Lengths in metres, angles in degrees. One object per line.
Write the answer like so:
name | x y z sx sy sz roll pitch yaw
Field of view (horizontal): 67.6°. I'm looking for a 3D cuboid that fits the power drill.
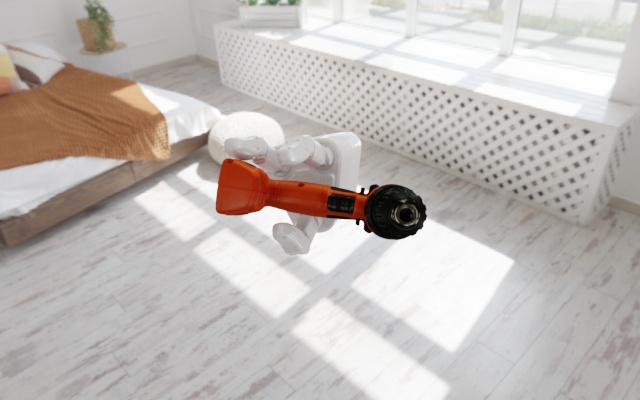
power drill | 0.000 0.001 0.460 0.187 0.057 0.184 10 -2 1
